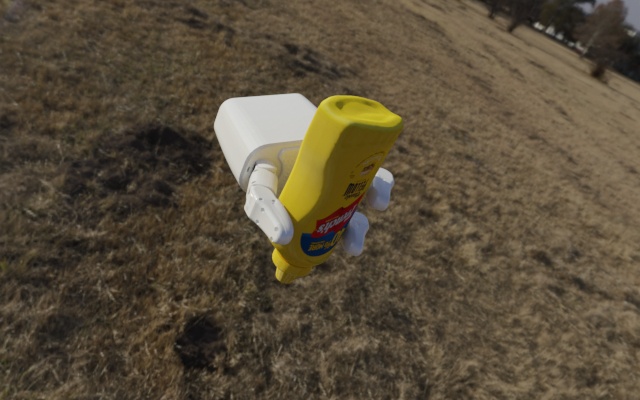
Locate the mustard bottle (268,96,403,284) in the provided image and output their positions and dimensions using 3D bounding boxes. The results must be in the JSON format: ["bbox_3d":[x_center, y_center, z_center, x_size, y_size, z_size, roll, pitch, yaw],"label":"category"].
[{"bbox_3d":[0.000,0.001,0.435,0.058,0.192,0.096,39,30,22],"label":"mustard bottle"}]
